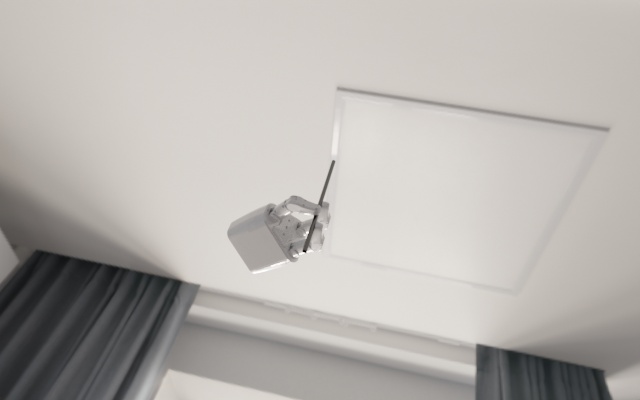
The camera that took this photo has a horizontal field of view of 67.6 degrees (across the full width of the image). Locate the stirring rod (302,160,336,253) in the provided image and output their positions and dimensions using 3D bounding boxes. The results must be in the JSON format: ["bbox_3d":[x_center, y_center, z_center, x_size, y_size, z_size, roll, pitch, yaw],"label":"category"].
[{"bbox_3d":[0.000,0.003,0.860,0.011,0.011,0.239,0,42,17],"label":"stirring rod"}]
